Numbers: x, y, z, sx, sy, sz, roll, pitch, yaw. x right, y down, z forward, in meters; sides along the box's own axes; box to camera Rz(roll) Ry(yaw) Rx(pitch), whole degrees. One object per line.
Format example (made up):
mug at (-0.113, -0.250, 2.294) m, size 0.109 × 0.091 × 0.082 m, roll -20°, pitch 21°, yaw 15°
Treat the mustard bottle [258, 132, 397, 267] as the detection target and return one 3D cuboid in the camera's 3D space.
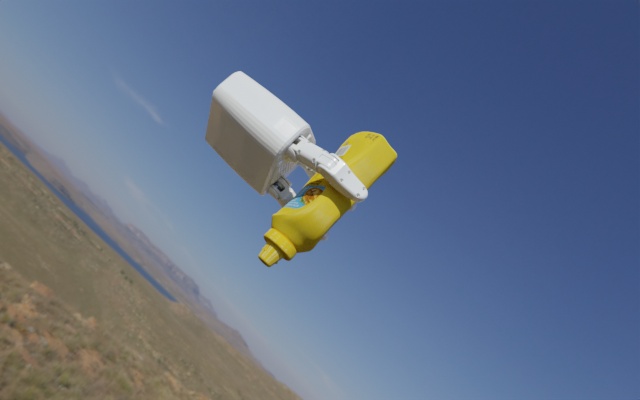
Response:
mustard bottle at (0.000, 0.002, 0.553) m, size 0.191 × 0.058 × 0.096 m, roll -46°, pitch 17°, yaw -18°
